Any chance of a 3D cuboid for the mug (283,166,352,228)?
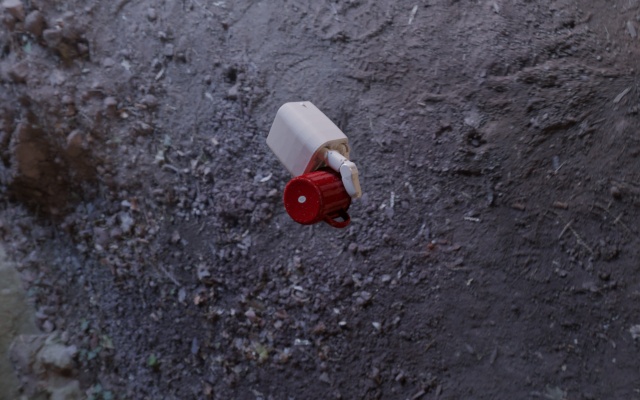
[{"bbox_3d":[0.001,0.004,0.790,0.081,0.117,0.093,-19,-29,-54],"label":"mug"}]
